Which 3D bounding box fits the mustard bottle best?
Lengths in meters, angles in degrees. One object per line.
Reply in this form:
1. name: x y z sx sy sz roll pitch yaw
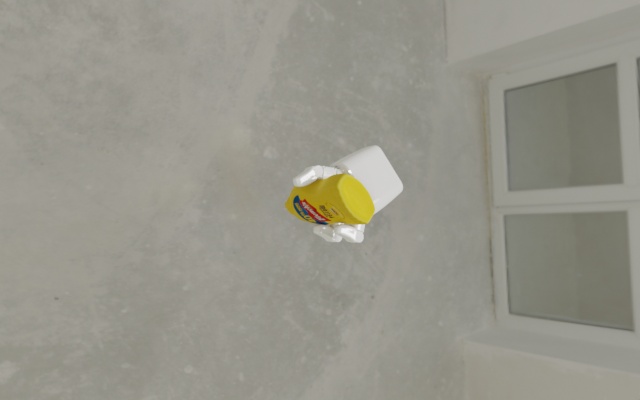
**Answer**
1. mustard bottle: 0.000 0.003 0.850 0.191 0.058 0.096 -5 -44 49
